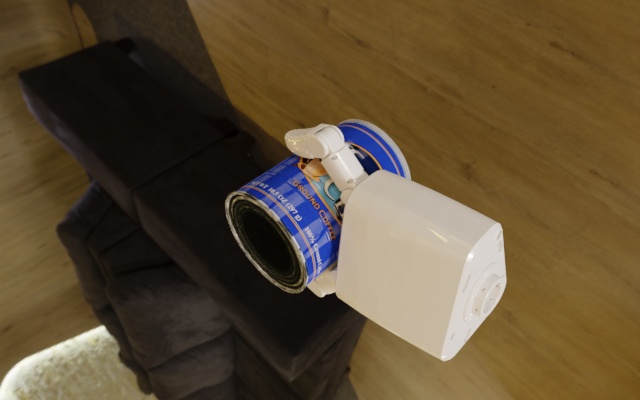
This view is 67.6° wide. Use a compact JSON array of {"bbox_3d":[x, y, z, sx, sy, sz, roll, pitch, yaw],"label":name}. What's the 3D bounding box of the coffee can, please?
[{"bbox_3d":[0.000,0.001,0.438,0.140,0.103,0.103,-36,20,-30],"label":"coffee can"}]
